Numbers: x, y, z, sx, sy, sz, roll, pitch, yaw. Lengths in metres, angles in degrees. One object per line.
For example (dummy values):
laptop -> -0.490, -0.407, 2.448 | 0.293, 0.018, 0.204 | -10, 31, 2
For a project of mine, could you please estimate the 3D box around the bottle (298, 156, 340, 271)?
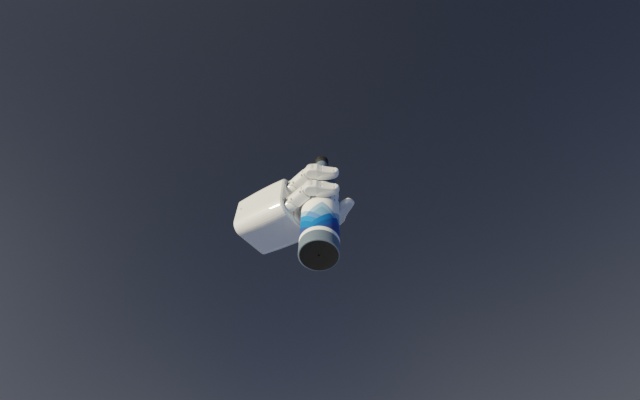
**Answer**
bottle -> 0.000, 0.003, 0.864 | 0.069, 0.069, 0.295 | 0, 35, 1
